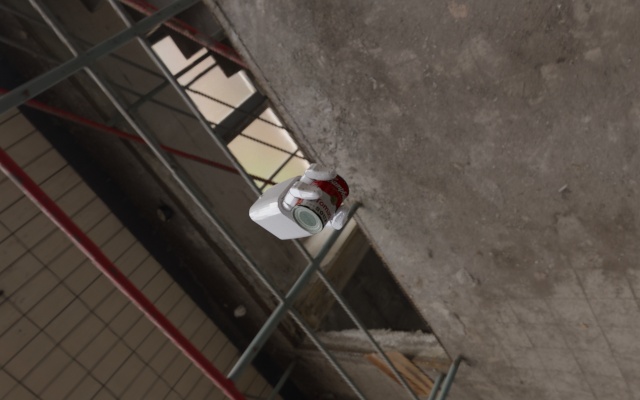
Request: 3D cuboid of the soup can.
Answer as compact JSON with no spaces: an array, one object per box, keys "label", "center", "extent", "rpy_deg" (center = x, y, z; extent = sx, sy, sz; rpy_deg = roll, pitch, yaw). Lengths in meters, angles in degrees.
[{"label":"soup can","center":[0.000,0.003,0.878],"extent":[0.068,0.068,0.102],"rpy_deg":[0,39,39]}]
